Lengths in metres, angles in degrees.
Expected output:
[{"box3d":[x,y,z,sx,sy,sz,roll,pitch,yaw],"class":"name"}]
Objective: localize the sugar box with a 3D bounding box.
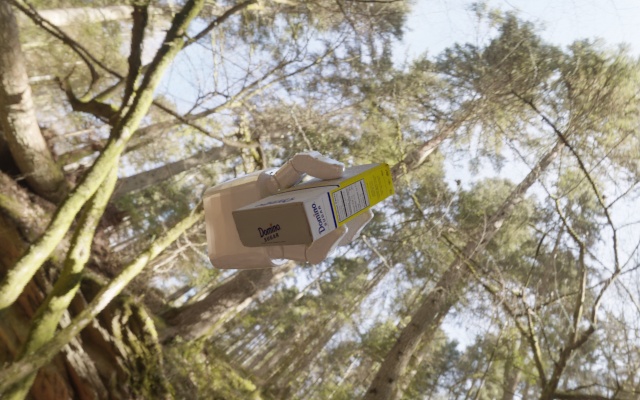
[{"box3d":[0.000,0.002,0.515,0.093,0.048,0.176,-8,13,37],"class":"sugar box"}]
